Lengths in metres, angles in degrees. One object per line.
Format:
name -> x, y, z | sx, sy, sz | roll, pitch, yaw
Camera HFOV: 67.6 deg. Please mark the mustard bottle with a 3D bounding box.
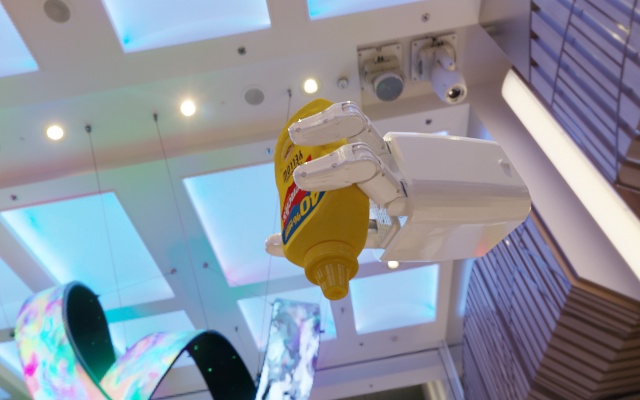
mustard bottle -> 0.000, 0.001, 0.406 | 0.058, 0.191, 0.096 | 21, -54, -27
